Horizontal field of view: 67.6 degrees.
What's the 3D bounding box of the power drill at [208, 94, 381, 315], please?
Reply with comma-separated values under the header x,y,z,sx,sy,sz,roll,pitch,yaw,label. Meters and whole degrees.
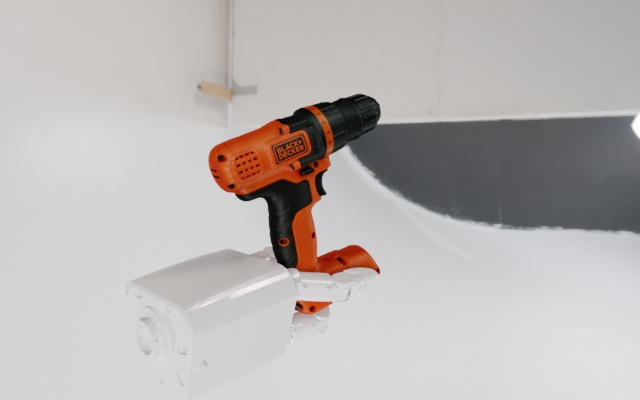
x,y,z,sx,sy,sz,roll,pitch,yaw,label
0.000,0.002,0.474,0.184,0.188,0.057,-25,19,-24,power drill
